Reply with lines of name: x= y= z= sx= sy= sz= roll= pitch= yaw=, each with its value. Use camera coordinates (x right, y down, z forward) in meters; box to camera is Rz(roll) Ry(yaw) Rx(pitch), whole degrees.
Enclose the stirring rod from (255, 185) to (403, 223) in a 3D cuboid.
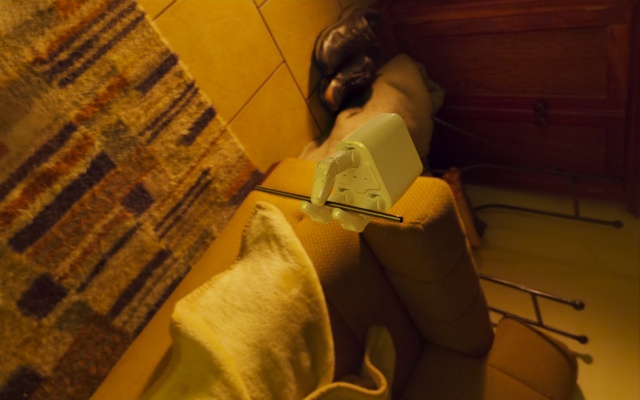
stirring rod: x=0.000 y=0.002 z=0.620 sx=0.239 sy=0.011 sz=0.011 roll=12 pitch=8 yaw=38
